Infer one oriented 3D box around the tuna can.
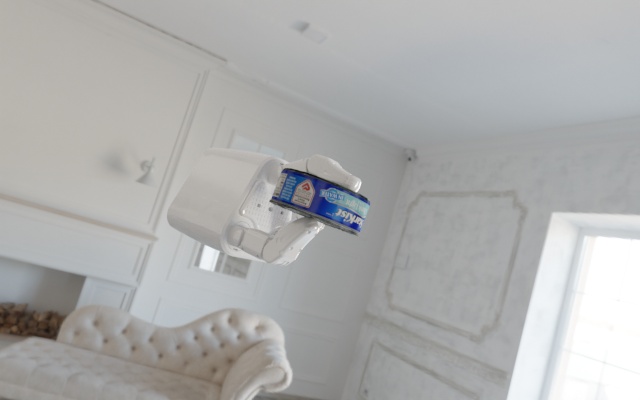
[{"bbox_3d":[0.000,0.001,0.426,0.086,0.034,0.086,21,-4,1],"label":"tuna can"}]
